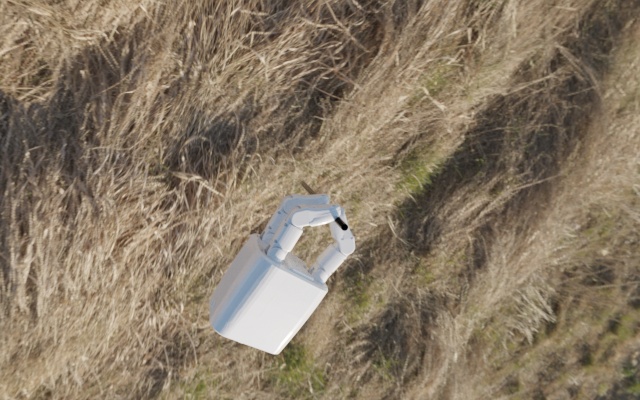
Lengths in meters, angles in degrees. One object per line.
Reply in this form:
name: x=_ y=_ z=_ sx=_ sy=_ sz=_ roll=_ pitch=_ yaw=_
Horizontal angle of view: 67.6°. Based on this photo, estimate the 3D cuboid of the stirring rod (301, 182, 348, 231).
stirring rod: x=0.000 y=0.002 z=0.637 sx=0.011 sy=0.011 sz=0.239 roll=0 pitch=13 yaw=-13
